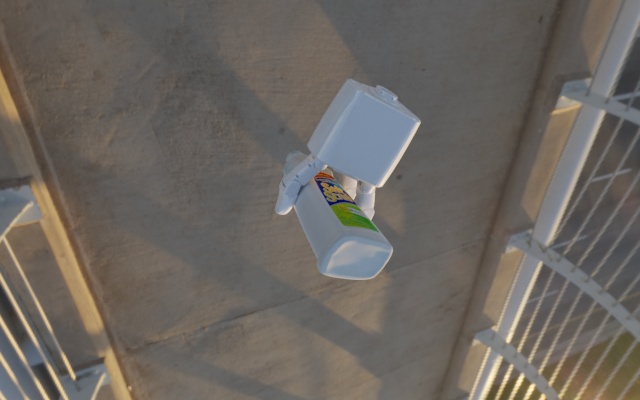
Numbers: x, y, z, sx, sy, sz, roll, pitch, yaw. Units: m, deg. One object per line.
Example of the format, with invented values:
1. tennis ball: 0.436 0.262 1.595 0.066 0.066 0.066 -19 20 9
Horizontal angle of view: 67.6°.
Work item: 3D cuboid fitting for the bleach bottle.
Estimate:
1. bleach bottle: 0.000 0.002 0.676 0.102 0.068 0.250 14 28 -36
